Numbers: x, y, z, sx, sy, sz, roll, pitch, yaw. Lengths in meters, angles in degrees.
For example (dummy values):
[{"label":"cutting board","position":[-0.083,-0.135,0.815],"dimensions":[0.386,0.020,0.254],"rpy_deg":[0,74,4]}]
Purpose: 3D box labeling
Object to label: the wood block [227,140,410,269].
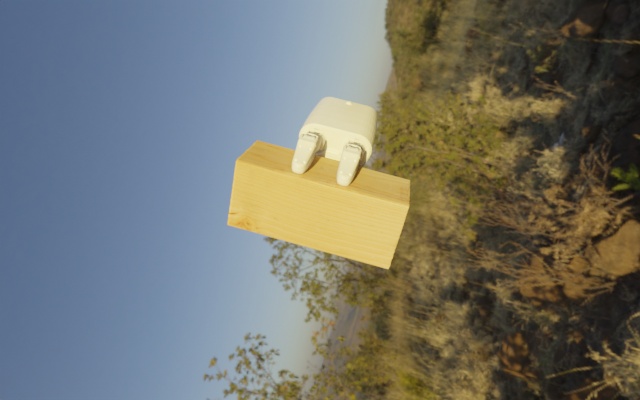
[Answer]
[{"label":"wood block","position":[0.000,0.002,0.602],"dimensions":[0.206,0.091,0.090],"rpy_deg":[15,26,4]}]
